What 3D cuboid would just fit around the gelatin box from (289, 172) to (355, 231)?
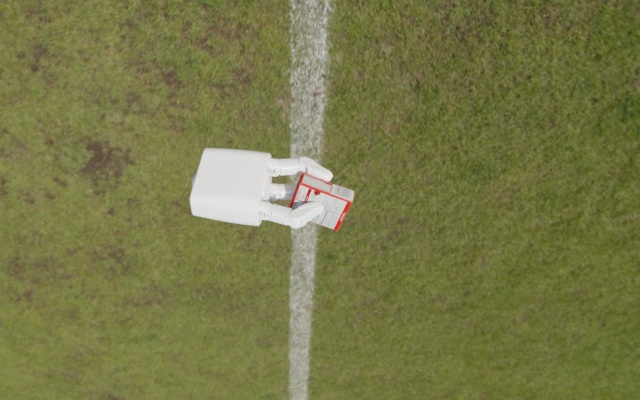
[{"bbox_3d":[0.000,0.003,0.755,0.089,0.030,0.073,20,-46,-4],"label":"gelatin box"}]
